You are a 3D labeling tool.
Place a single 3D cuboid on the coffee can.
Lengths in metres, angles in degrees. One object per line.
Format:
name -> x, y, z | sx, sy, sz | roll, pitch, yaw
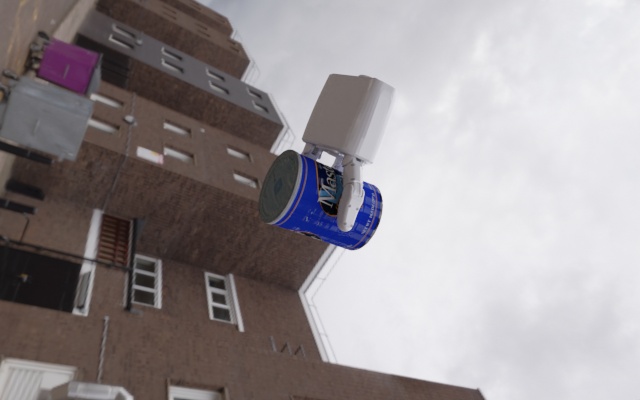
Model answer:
coffee can -> 0.000, 0.002, 0.660 | 0.140, 0.103, 0.103 | 21, -10, -29
